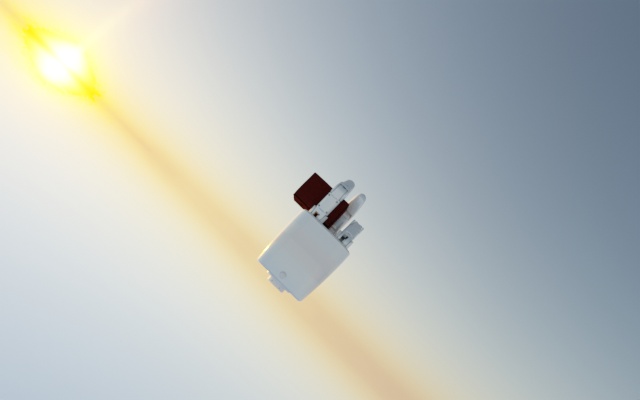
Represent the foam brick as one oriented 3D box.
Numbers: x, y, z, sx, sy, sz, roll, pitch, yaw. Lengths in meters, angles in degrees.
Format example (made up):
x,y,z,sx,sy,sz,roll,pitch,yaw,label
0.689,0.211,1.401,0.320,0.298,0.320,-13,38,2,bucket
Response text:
x,y,z,sx,sy,sz,roll,pitch,yaw,label
0.000,0.002,0.765,0.078,0.051,0.053,44,-9,6,foam brick
